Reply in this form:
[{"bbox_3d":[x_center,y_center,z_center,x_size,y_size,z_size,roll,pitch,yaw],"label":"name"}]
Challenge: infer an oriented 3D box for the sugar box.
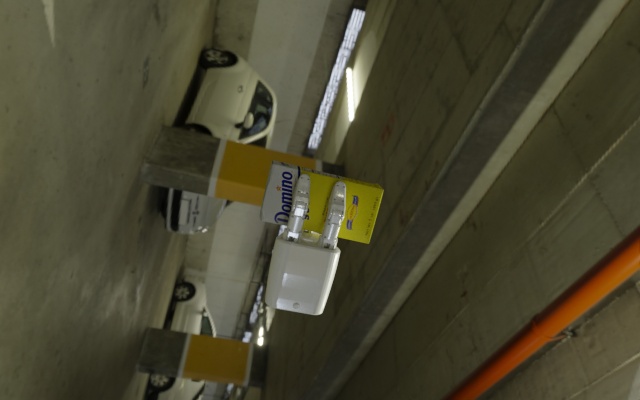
[{"bbox_3d":[0.000,0.003,0.744,0.176,0.093,0.048,11,11,-10],"label":"sugar box"}]
